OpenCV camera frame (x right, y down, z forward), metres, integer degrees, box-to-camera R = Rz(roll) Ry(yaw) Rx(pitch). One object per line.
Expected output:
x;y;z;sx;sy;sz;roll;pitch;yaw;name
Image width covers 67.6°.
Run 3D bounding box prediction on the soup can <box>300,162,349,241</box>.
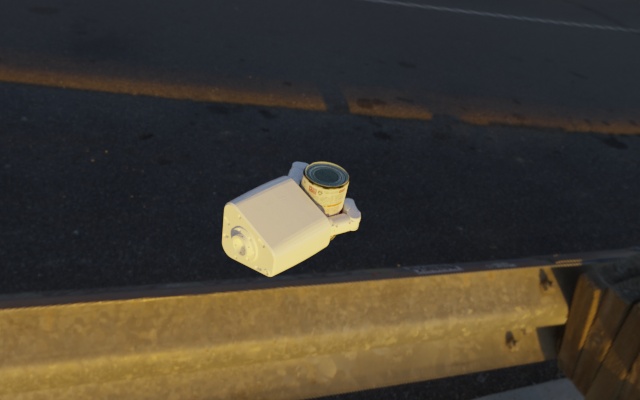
0.001;0.002;0.705;0.068;0.102;0.068;8;36;-6;soup can
